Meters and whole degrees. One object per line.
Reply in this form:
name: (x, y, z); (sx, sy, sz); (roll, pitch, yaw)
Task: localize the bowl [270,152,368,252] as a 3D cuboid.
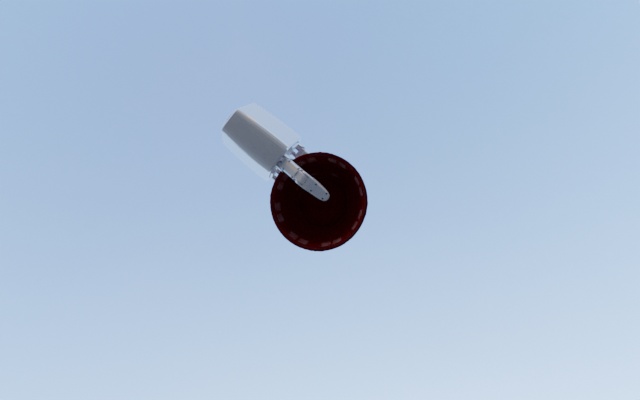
bowl: (0.001, 0.004, 0.798); (0.162, 0.162, 0.055); (0, -2, 10)
